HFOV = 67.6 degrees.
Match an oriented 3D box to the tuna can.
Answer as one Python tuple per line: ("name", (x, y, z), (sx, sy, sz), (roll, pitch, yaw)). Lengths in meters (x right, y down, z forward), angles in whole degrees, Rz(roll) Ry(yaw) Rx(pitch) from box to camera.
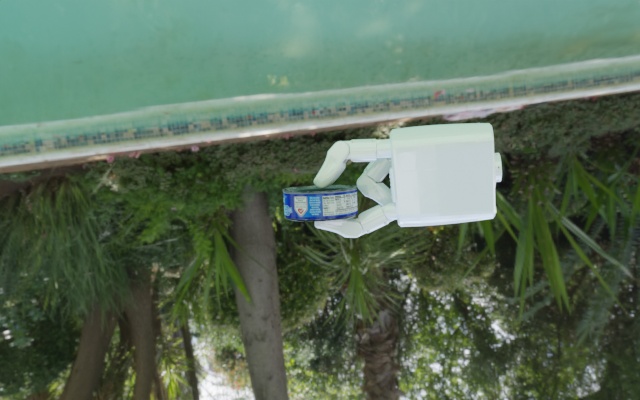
("tuna can", (0.000, 0.002, 0.548), (0.086, 0.034, 0.086), (-2, 6, 0))
